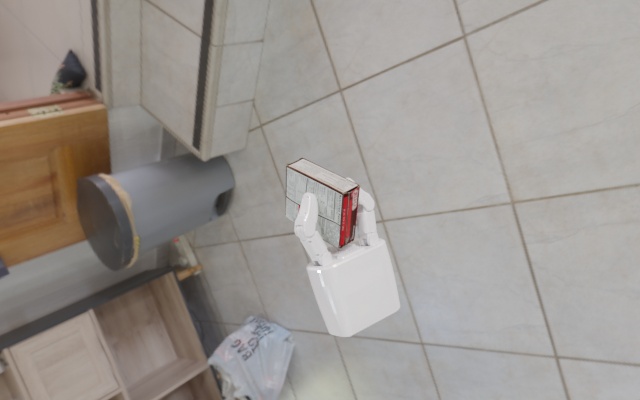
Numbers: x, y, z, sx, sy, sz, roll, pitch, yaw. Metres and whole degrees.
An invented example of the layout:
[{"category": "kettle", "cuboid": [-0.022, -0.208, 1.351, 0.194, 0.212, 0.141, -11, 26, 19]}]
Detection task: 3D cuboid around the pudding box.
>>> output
[{"category": "pudding box", "cuboid": [0.000, 0.002, 0.667, 0.113, 0.090, 0.039, 27, 38, 34]}]
